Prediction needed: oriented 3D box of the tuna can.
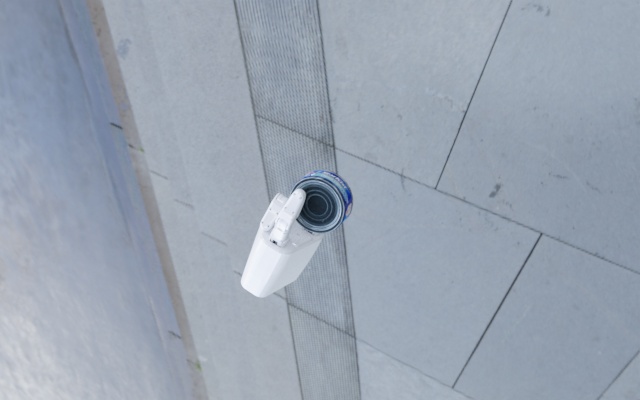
[{"bbox_3d":[0.000,0.002,0.666,0.086,0.086,0.033,0,19,24],"label":"tuna can"}]
